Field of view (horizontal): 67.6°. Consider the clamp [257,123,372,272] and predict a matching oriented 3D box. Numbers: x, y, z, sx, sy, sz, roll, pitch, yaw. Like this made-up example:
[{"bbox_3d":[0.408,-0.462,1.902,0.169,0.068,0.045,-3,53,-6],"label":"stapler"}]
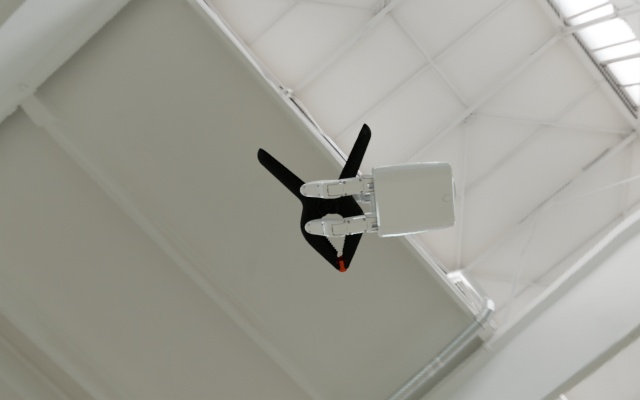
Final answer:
[{"bbox_3d":[0.000,0.003,0.692,0.164,0.210,0.036,-6,11,7],"label":"clamp"}]
